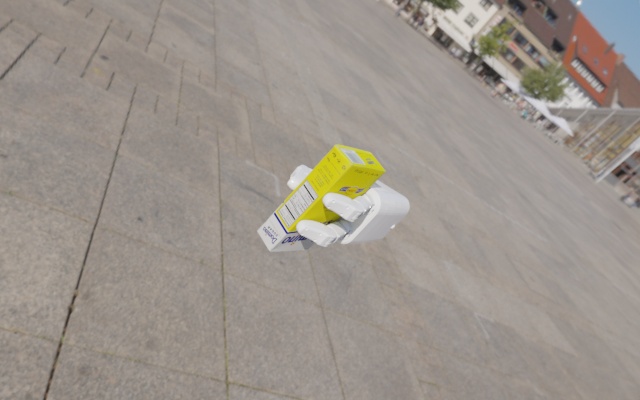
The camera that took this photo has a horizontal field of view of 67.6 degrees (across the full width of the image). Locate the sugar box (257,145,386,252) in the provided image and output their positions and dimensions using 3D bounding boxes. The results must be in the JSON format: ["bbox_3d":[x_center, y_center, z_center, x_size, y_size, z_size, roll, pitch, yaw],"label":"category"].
[{"bbox_3d":[0.001,0.003,0.665,0.176,0.048,0.093,-49,-28,24],"label":"sugar box"}]
